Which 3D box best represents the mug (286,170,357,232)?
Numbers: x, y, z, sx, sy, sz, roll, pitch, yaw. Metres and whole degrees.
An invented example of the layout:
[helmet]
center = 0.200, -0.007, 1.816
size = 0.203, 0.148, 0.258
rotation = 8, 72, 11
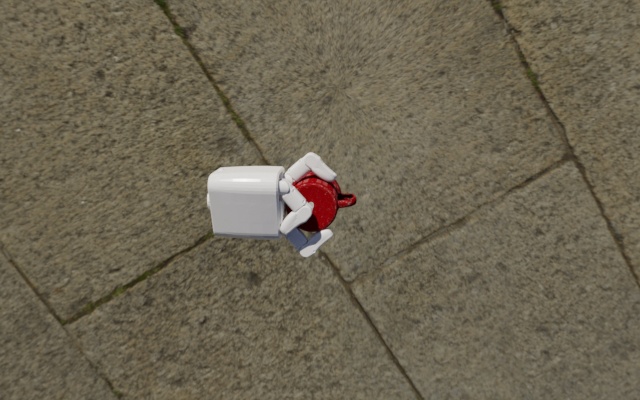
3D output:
[mug]
center = 0.002, 0.003, 0.777
size = 0.117, 0.093, 0.081
rotation = 0, 13, 3
